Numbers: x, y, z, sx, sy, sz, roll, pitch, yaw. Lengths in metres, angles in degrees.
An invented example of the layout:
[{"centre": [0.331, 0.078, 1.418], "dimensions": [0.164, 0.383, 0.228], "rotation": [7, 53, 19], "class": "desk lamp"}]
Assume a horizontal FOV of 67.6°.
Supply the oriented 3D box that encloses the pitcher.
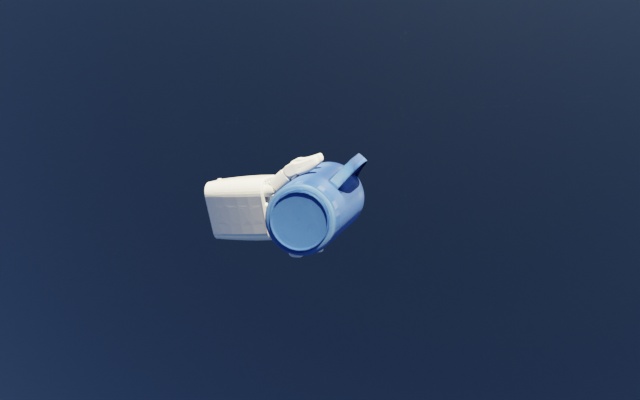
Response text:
[{"centre": [0.000, 0.003, 0.800], "dimensions": [0.145, 0.149, 0.243], "rotation": [-1, 9, 12], "class": "pitcher"}]
